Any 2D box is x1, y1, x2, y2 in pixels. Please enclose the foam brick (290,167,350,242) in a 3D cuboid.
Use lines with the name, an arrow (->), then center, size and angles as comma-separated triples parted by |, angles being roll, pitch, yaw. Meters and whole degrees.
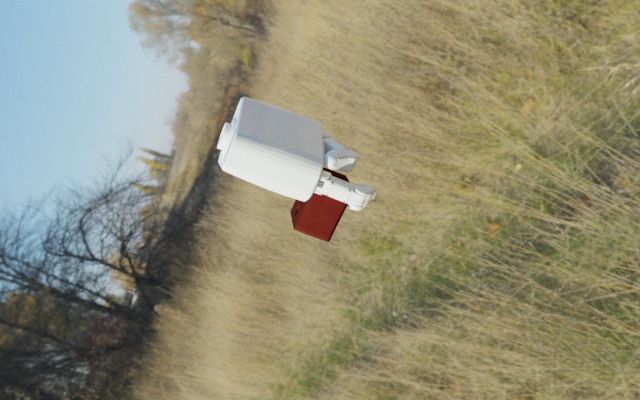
foam brick -> 0.000, 0.002, 0.609 | 0.051, 0.078, 0.053 | 18, 21, -18
